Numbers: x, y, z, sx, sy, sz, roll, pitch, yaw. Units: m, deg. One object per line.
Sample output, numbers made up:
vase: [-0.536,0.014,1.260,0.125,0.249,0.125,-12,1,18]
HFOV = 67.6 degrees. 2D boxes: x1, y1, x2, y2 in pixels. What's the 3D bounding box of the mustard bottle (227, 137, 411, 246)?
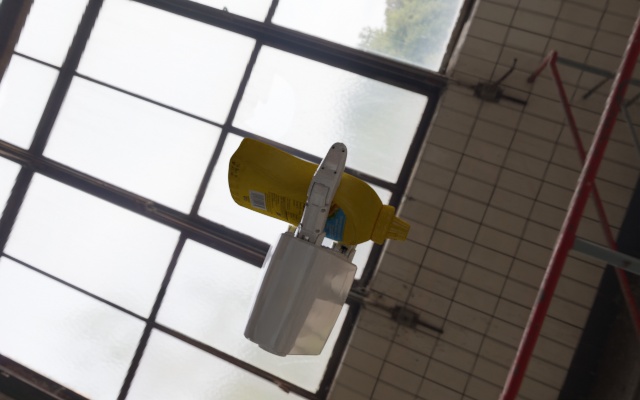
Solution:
mustard bottle: [0.000,0.001,0.501,0.191,0.058,0.096,20,-33,11]
